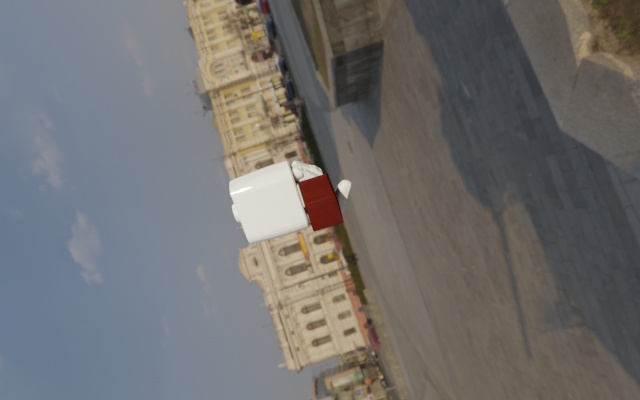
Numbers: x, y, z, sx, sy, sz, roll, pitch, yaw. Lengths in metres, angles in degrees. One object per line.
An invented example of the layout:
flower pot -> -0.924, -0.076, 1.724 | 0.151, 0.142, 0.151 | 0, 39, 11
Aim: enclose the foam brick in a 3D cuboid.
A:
foam brick -> 0.000, 0.003, 0.757 | 0.051, 0.053, 0.078 | -17, 32, -1
